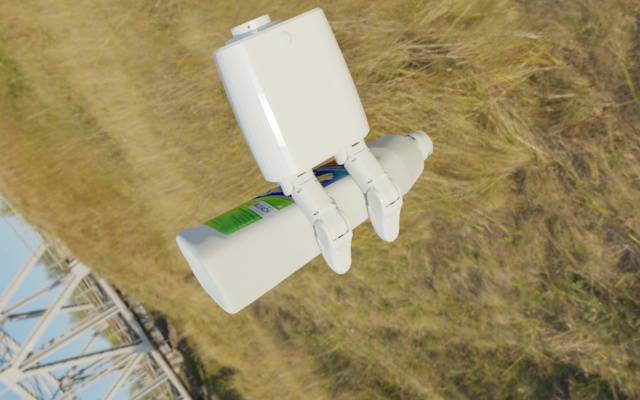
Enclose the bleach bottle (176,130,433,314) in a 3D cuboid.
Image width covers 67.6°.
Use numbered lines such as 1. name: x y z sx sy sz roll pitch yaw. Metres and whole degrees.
1. bleach bottle: 0.000 0.002 0.443 0.251 0.068 0.102 -32 21 -22
